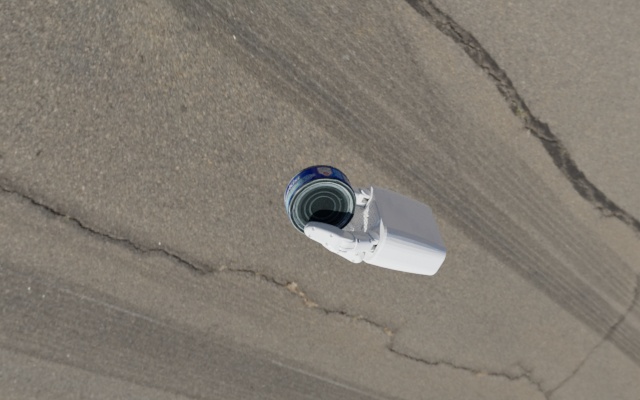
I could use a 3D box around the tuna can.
[{"bbox_3d":[0.000,0.002,0.582,0.086,0.086,0.033,0,31,-12],"label":"tuna can"}]
